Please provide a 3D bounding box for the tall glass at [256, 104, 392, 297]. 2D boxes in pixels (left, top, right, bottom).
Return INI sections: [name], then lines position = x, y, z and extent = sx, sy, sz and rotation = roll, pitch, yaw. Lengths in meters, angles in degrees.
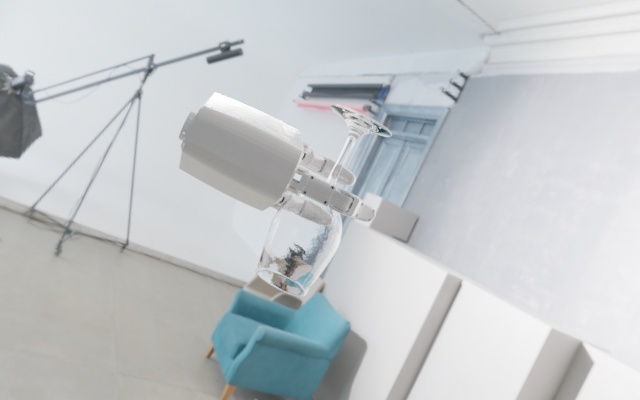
[tall glass]
position = 0.001, 0.001, 0.522
extent = 0.079, 0.201, 0.079
rotation = 26, 2, -1
